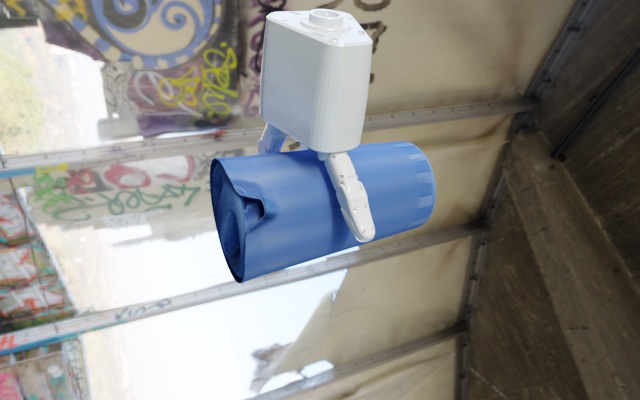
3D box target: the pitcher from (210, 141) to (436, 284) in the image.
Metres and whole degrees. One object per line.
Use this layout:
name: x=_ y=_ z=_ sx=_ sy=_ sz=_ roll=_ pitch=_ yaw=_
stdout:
pitcher: x=0.000 y=0.002 z=0.551 sx=0.243 sy=0.145 sz=0.149 roll=-11 pitch=40 yaw=-23
